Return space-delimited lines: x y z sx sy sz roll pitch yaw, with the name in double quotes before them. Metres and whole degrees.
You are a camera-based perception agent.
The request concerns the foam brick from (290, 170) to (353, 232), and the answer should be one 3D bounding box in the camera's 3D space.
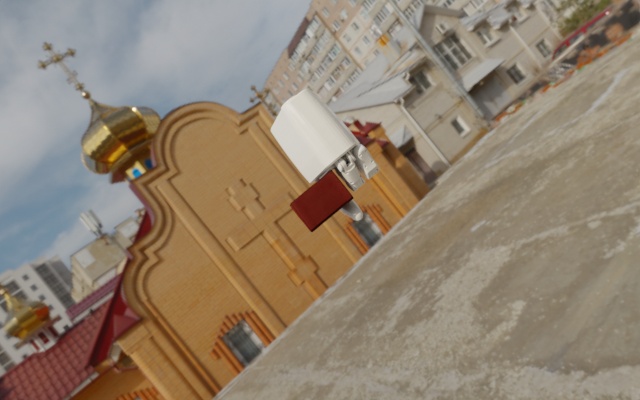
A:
"foam brick" 0.000 0.003 0.692 0.078 0.051 0.053 -39 0 -7
